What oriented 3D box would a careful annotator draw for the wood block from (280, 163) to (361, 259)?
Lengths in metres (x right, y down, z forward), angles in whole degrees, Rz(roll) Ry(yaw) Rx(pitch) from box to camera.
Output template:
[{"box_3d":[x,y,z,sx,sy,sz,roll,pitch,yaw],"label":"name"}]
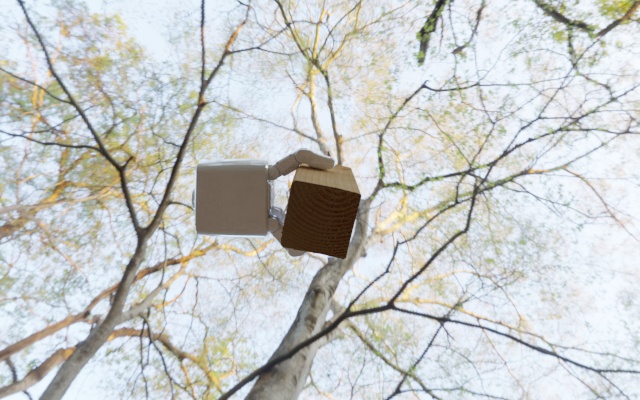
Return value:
[{"box_3d":[0.000,0.002,0.698,0.090,0.091,0.206,11,13,-3],"label":"wood block"}]
